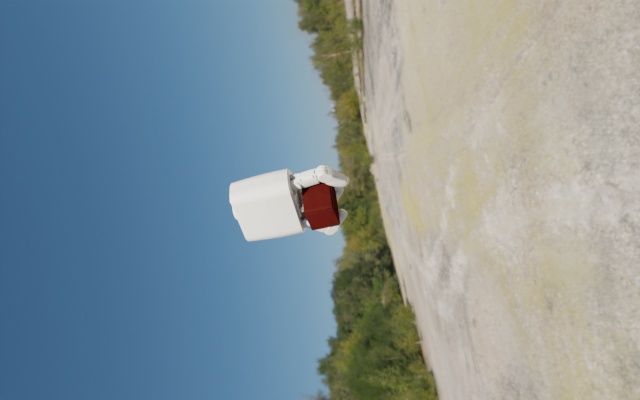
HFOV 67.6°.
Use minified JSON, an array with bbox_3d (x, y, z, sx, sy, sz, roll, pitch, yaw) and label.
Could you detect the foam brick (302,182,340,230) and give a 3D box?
[{"bbox_3d":[0.000,0.003,0.813,0.051,0.078,0.053,-13,-40,7],"label":"foam brick"}]
